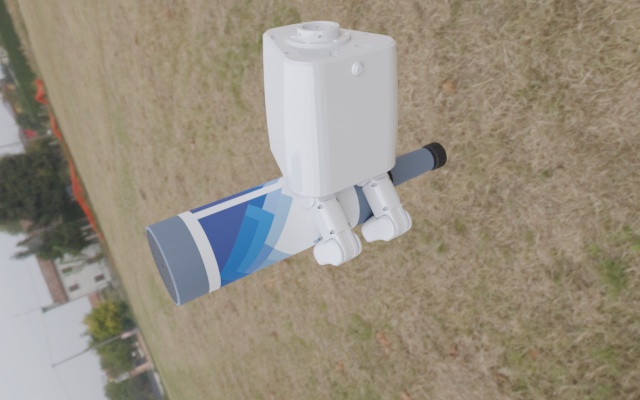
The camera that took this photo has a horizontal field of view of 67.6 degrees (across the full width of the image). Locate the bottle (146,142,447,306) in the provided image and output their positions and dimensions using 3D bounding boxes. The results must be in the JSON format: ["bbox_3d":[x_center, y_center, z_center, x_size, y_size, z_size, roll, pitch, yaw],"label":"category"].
[{"bbox_3d":[0.000,0.002,0.432,0.295,0.069,0.069,-22,10,-26],"label":"bottle"}]
